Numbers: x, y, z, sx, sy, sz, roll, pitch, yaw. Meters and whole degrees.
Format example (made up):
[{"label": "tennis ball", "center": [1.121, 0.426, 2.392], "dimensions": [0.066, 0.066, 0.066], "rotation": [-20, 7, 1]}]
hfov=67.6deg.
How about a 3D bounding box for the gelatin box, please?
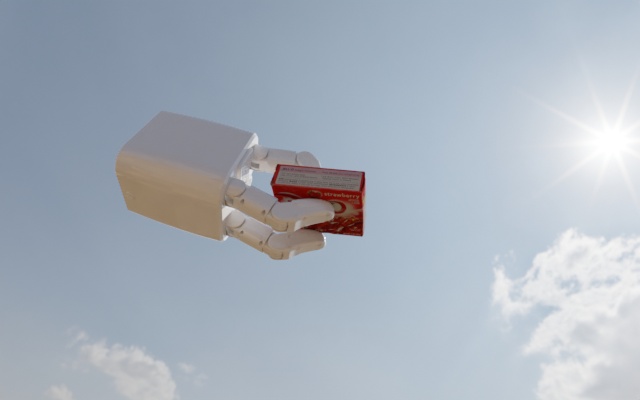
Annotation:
[{"label": "gelatin box", "center": [0.000, 0.001, 0.474], "dimensions": [0.089, 0.030, 0.073], "rotation": [5, -38, 10]}]
